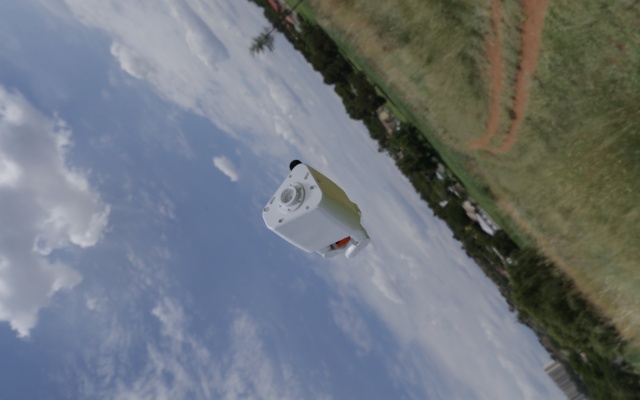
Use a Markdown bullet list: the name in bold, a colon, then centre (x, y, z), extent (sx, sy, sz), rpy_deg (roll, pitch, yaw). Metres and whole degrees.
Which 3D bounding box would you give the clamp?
- **clamp**: centre (0.000, 0.003, 0.847), extent (0.039, 0.171, 0.120), rpy_deg (-40, -40, 12)
